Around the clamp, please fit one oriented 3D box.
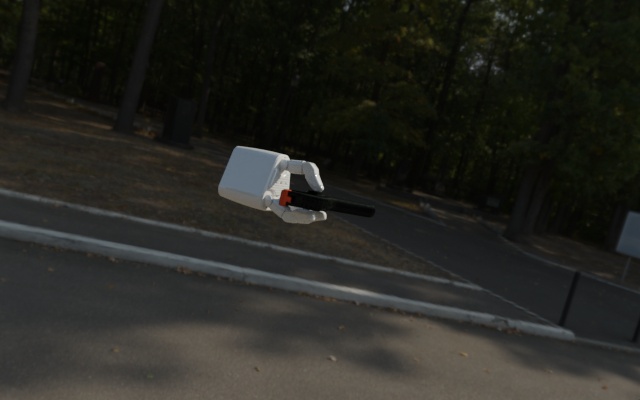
[{"bbox_3d":[0.000,0.002,0.882,0.164,0.036,0.210,12,3,24],"label":"clamp"}]
